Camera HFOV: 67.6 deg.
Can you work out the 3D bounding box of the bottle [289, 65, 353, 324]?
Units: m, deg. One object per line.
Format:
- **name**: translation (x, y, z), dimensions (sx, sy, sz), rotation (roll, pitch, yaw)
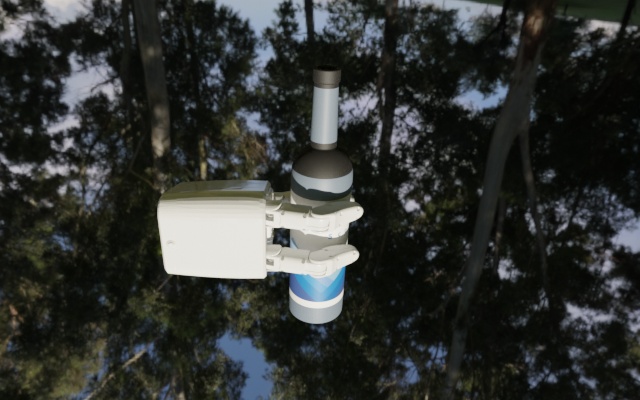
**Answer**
- **bottle**: translation (0.000, 0.002, 0.530), dimensions (0.069, 0.296, 0.069), rotation (2, 28, -1)
